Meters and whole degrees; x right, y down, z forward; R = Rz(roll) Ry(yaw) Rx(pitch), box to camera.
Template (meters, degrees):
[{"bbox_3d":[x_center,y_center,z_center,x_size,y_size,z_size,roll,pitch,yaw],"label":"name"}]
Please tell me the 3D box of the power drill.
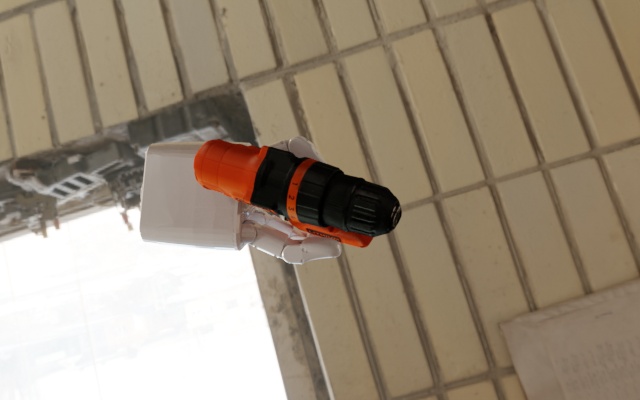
[{"bbox_3d":[0.000,0.002,0.451,0.184,0.057,0.188,18,-6,22],"label":"power drill"}]
